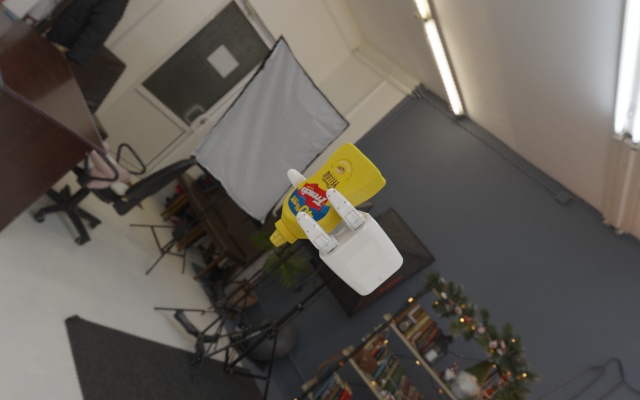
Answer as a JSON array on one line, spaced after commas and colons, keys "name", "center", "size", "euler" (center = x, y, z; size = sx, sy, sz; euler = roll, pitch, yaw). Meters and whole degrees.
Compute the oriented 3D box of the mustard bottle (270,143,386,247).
[{"name": "mustard bottle", "center": [0.000, 0.002, 0.731], "size": [0.096, 0.191, 0.058], "euler": [50, 2, 38]}]
